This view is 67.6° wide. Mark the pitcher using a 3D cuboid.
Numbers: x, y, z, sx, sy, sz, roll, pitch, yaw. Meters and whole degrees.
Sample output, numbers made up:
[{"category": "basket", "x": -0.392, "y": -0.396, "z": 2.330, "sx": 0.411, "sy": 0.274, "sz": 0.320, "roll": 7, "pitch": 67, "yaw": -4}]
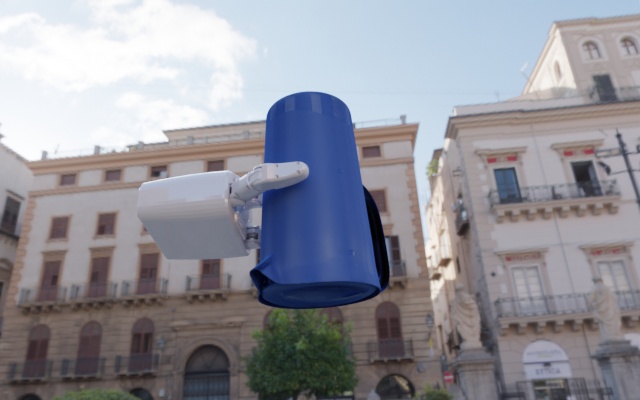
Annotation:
[{"category": "pitcher", "x": 0.000, "y": 0.002, "z": 0.565, "sx": 0.145, "sy": 0.242, "sz": 0.149, "roll": -6, "pitch": -23, "yaw": 7}]
